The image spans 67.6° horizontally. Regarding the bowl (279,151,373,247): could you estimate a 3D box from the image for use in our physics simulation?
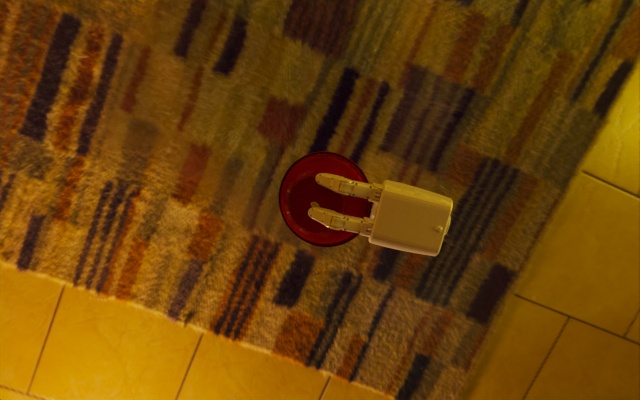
[{"bbox_3d":[-0.001,0.003,0.770,0.162,0.162,0.055,0,8,15],"label":"bowl"}]
